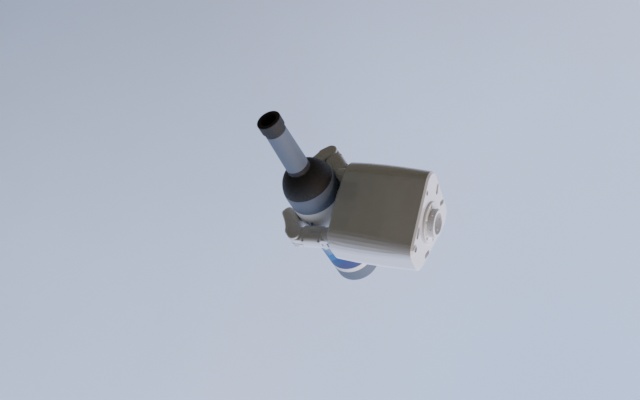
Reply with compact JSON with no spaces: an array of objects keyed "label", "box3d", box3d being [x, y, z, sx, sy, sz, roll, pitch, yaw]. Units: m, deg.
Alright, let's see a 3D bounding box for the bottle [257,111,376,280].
[{"label":"bottle","box3d":[0.000,0.002,0.609,0.069,0.069,0.296,0,-37,28]}]
